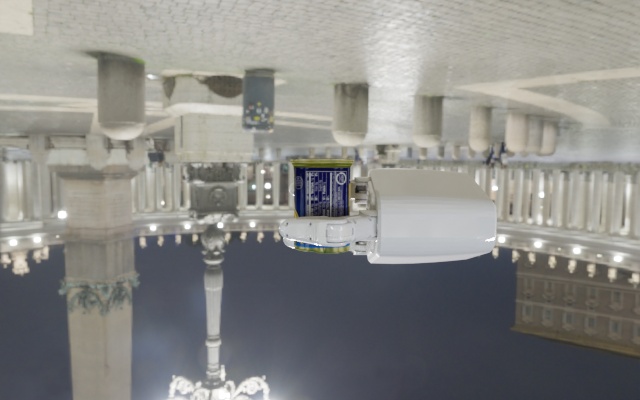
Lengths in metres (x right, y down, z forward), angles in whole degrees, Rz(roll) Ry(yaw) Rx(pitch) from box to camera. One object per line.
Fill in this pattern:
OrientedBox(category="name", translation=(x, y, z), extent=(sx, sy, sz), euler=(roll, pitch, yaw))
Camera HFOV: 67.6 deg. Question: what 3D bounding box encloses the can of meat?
OrientedBox(category="can of meat", translation=(0.000, 0.002, 0.464), extent=(0.057, 0.084, 0.102), euler=(0, 5, -3))
